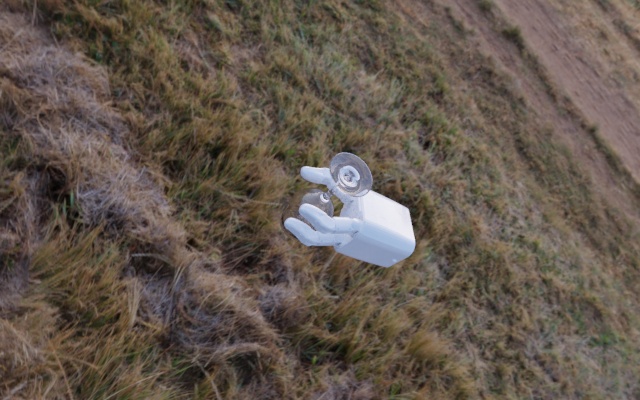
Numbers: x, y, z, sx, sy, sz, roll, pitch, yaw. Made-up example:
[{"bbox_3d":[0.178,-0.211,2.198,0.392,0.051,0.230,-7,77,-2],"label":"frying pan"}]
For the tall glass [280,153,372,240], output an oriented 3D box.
[{"bbox_3d":[0.000,0.002,0.785,0.079,0.079,0.201,0,-24,-31],"label":"tall glass"}]
